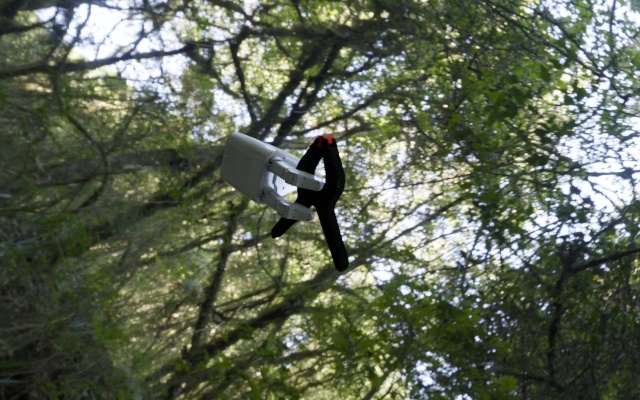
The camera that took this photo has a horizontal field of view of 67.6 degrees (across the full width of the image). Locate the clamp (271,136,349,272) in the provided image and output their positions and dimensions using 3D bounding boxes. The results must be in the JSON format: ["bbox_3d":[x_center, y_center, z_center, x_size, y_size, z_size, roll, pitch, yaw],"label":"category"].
[{"bbox_3d":[0.001,0.002,0.770,0.164,0.210,0.036,29,24,32],"label":"clamp"}]
